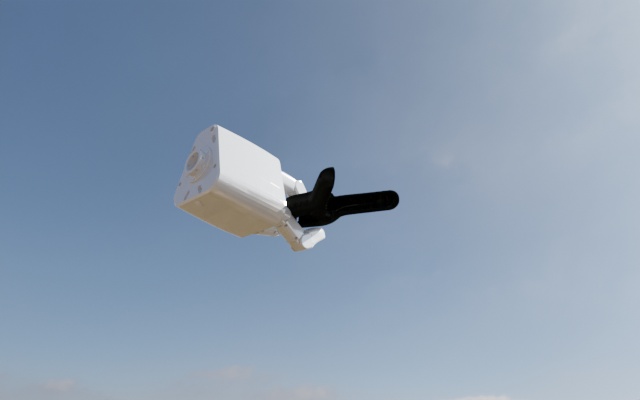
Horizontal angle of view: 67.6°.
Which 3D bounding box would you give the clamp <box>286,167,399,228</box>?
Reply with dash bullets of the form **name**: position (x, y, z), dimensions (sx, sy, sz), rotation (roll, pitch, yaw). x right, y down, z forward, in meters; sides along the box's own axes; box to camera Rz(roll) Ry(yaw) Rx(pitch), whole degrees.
- **clamp**: position (0.000, 0.002, 0.612), dimensions (0.171, 0.039, 0.120), rotation (-19, -36, 37)
